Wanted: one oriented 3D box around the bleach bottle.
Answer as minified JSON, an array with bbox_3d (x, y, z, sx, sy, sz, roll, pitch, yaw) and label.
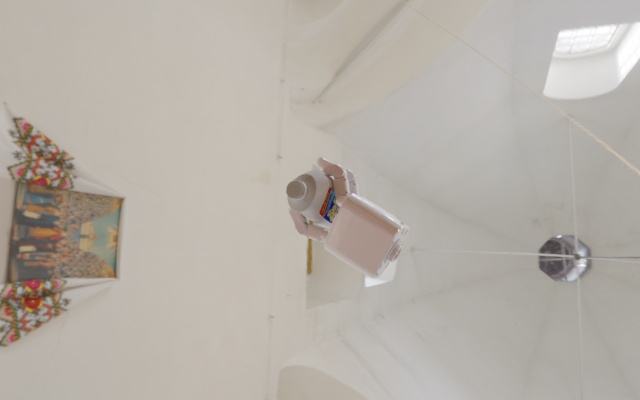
[{"bbox_3d":[0.000,0.003,0.867,0.068,0.102,0.251,33,6,22],"label":"bleach bottle"}]
